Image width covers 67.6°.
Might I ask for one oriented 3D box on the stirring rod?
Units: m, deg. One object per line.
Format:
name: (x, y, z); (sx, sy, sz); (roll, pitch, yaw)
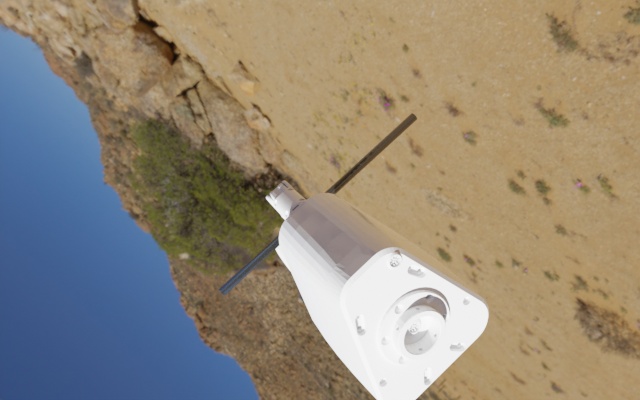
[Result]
stirring rod: (0.000, 0.001, 0.439); (0.239, 0.011, 0.011); (-42, 5, -5)
